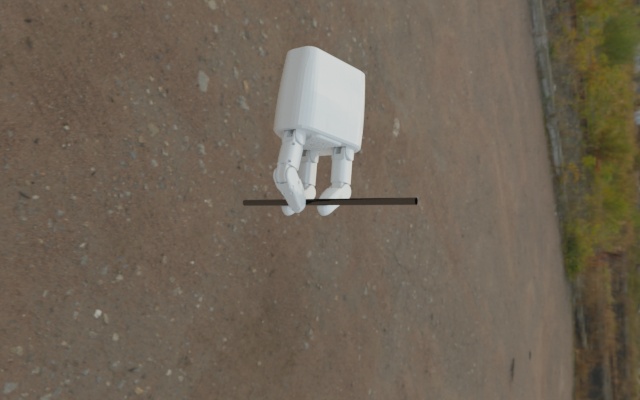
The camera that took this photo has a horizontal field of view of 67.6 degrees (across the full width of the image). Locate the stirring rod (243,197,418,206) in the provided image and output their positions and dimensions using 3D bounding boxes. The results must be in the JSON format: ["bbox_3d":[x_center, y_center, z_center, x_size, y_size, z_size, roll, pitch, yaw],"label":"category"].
[{"bbox_3d":[0.000,0.002,0.567,0.239,0.011,0.011,-1,0,33],"label":"stirring rod"}]
